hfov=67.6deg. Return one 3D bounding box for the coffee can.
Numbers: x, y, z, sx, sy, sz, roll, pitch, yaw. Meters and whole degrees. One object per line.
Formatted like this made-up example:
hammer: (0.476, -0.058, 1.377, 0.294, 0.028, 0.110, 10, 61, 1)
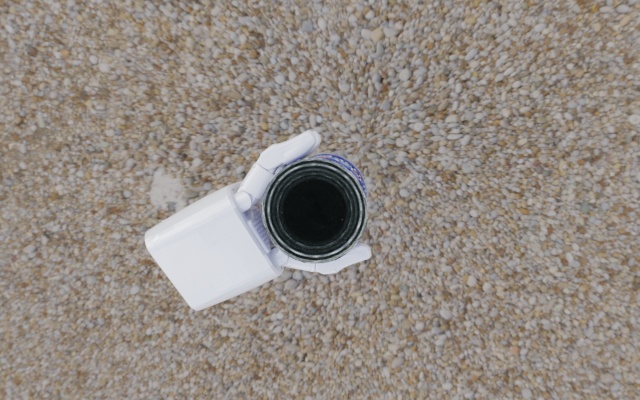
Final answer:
coffee can: (0.000, 0.002, 0.520, 0.103, 0.103, 0.140, 0, 7, 5)
